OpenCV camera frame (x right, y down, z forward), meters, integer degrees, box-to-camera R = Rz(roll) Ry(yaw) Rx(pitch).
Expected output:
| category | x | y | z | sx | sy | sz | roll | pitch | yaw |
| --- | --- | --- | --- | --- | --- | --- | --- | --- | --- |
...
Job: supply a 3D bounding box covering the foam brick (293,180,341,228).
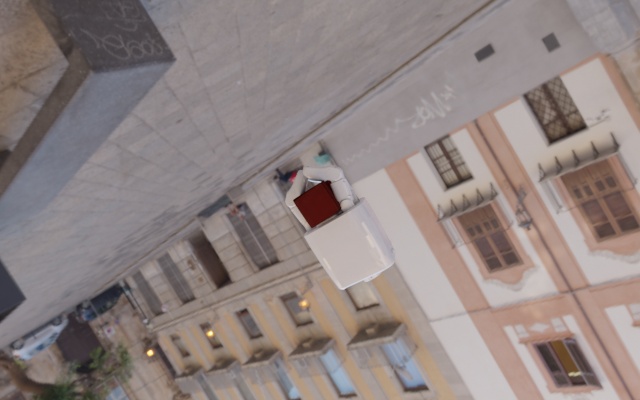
| category | x | y | z | sx | sy | sz | roll | pitch | yaw |
| --- | --- | --- | --- | --- | --- | --- | --- | --- | --- |
| foam brick | 0.000 | 0.002 | 0.729 | 0.053 | 0.051 | 0.078 | -32 | 1 | 13 |
